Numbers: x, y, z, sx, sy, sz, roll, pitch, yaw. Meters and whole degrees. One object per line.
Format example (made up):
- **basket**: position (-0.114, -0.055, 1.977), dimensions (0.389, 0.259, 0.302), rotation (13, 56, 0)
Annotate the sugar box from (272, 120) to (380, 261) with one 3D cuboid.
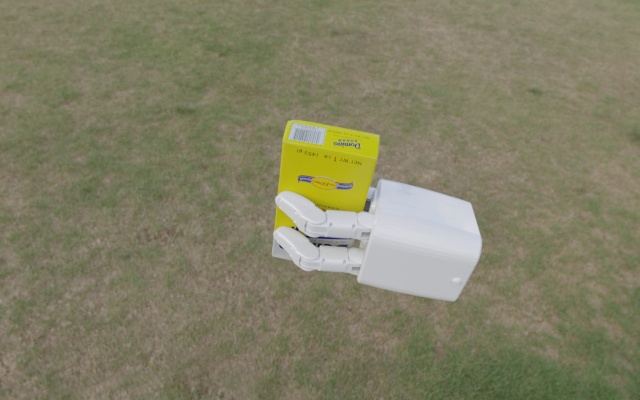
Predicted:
- **sugar box**: position (0.000, 0.002, 0.515), dimensions (0.093, 0.176, 0.048), rotation (11, 42, 1)
